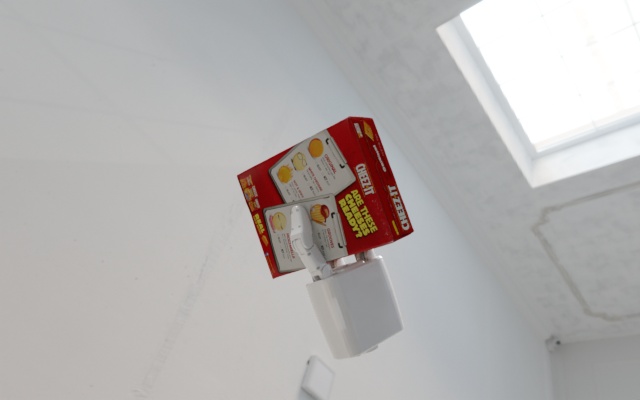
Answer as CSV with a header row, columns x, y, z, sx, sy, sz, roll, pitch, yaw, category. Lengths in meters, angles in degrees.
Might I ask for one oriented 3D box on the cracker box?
x,y,z,sx,sy,sz,roll,pitch,yaw,category
0.000,0.002,0.658,0.214,0.164,0.072,-22,-4,36,cracker box
